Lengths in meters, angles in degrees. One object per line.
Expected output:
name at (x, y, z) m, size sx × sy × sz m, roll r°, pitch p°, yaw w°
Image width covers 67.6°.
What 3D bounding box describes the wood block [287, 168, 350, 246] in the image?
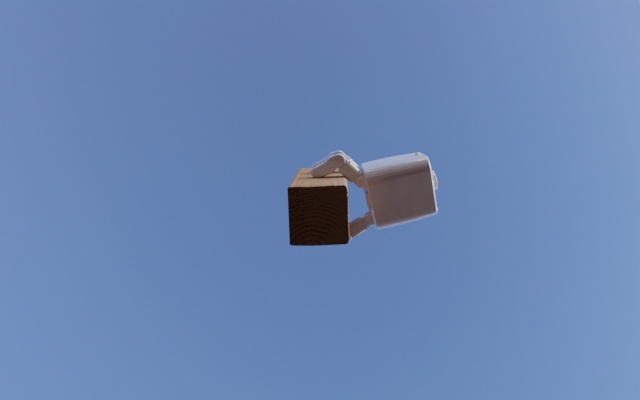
wood block at (0.001, 0.003, 0.794) m, size 0.090 × 0.091 × 0.206 m, roll -2°, pitch 11°, yaw 3°
